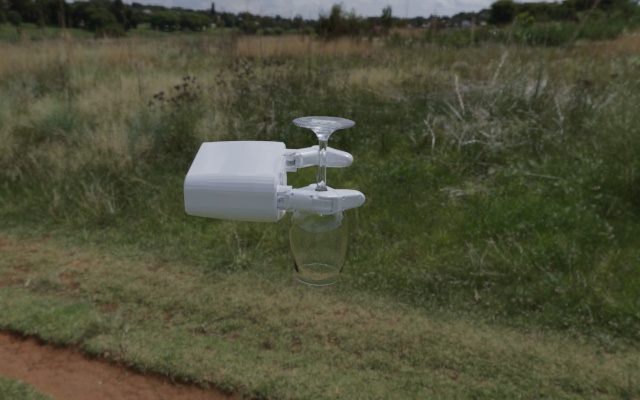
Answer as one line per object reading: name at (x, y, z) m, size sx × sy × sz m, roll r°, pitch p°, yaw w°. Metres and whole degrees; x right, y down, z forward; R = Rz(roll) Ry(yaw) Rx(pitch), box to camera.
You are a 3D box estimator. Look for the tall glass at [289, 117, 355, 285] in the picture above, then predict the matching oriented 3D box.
tall glass at (0.000, 0.001, 0.592) m, size 0.079 × 0.201 × 0.079 m, roll 2°, pitch 19°, yaw -1°
